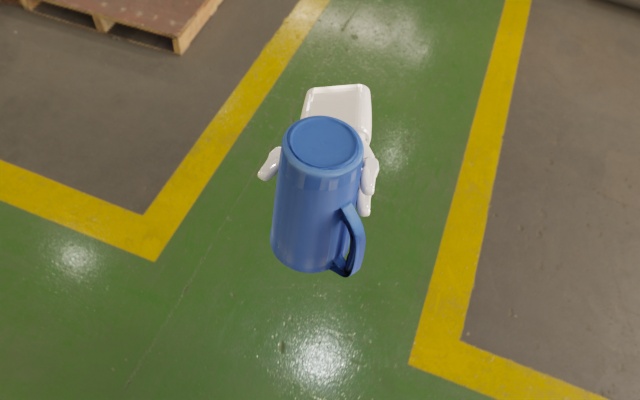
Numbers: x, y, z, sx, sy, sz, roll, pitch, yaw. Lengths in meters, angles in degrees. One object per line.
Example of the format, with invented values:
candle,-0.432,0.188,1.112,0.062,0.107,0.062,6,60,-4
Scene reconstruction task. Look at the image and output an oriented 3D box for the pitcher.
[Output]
pitcher,0.000,0.002,0.702,0.149,0.145,0.243,8,-36,-1
